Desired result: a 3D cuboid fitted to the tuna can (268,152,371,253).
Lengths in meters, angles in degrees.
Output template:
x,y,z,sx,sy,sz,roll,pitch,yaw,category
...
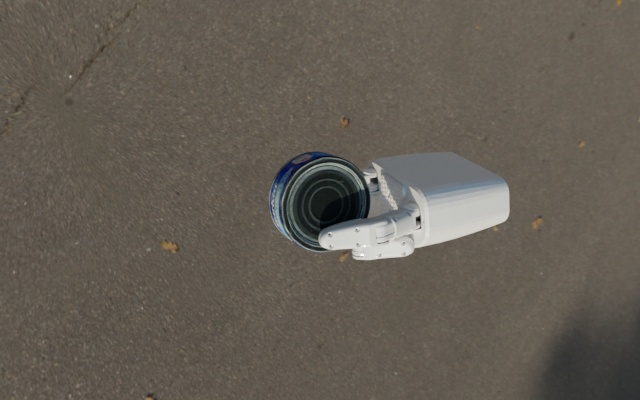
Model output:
x,y,z,sx,sy,sz,roll,pitch,yaw,category
0.000,0.001,0.418,0.086,0.086,0.033,0,11,-23,tuna can
